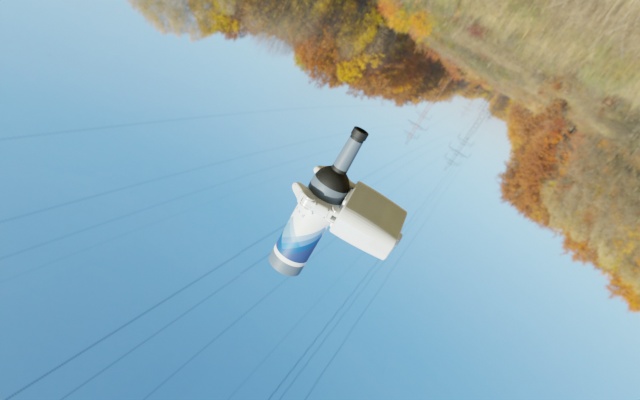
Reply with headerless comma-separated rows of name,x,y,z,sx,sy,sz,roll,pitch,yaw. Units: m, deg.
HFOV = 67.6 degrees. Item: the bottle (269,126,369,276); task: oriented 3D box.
bottle,0.000,0.003,0.837,0.069,0.296,0.069,25,24,-12
